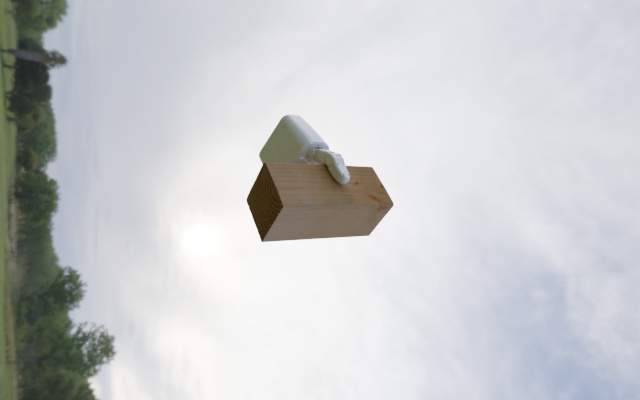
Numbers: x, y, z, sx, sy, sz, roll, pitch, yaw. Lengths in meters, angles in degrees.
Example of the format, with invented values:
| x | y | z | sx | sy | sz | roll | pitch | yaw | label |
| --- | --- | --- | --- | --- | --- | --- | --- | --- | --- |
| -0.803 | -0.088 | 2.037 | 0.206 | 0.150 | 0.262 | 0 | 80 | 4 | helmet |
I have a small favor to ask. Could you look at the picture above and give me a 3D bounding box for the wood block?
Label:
| x | y | z | sx | sy | sz | roll | pitch | yaw | label |
| --- | --- | --- | --- | --- | --- | --- | --- | --- | --- |
| 0.000 | 0.002 | 0.767 | 0.206 | 0.090 | 0.091 | -1 | -40 | -33 | wood block |
